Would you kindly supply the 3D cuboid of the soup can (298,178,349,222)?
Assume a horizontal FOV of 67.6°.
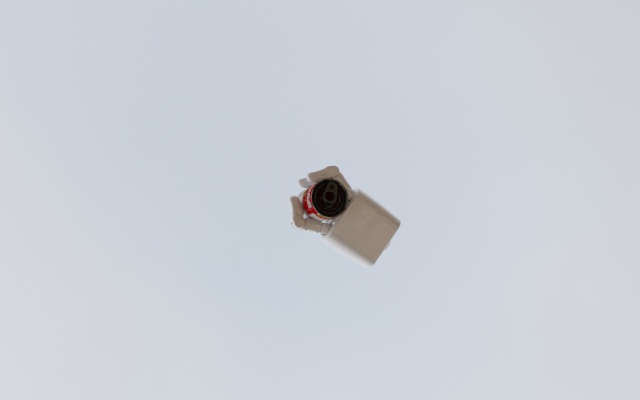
[{"bbox_3d":[0.000,0.003,0.856,0.068,0.068,0.102,0,-8,-19],"label":"soup can"}]
